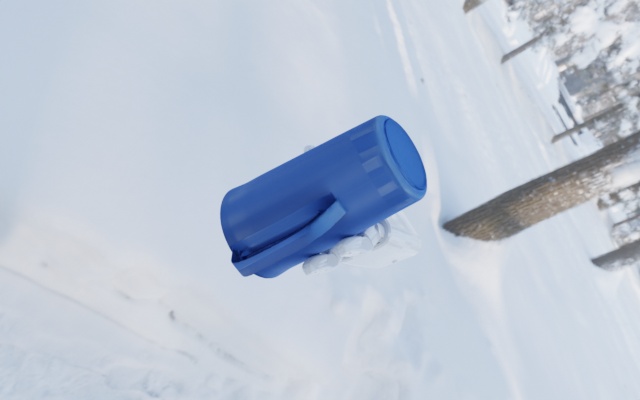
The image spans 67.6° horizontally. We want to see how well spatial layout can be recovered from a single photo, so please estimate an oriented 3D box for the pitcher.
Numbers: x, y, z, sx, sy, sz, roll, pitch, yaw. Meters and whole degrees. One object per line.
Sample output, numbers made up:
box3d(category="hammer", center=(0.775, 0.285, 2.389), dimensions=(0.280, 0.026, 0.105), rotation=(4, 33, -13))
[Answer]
box3d(category="pitcher", center=(0.000, 0.002, 0.585), dimensions=(0.243, 0.149, 0.145), rotation=(-27, -29, 29))
